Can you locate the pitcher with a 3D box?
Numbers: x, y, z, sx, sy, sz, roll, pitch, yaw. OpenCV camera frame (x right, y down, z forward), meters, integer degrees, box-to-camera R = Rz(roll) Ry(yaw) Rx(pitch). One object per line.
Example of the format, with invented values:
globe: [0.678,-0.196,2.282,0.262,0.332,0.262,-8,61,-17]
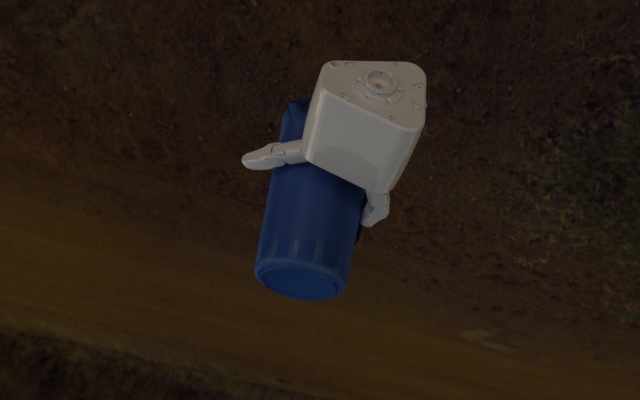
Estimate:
pitcher: [0.000,0.002,0.614,0.149,0.242,0.145,14,-33,-5]
